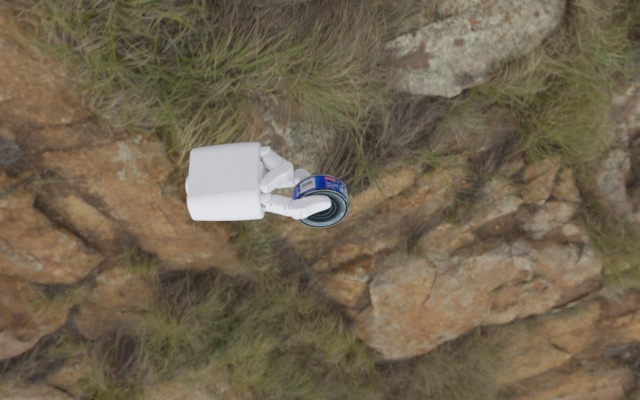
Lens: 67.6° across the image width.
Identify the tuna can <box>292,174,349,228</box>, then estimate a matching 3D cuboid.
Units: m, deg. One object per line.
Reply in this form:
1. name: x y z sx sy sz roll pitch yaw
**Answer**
1. tuna can: 0.000 0.003 0.728 0.086 0.086 0.033 -3 45 -3
